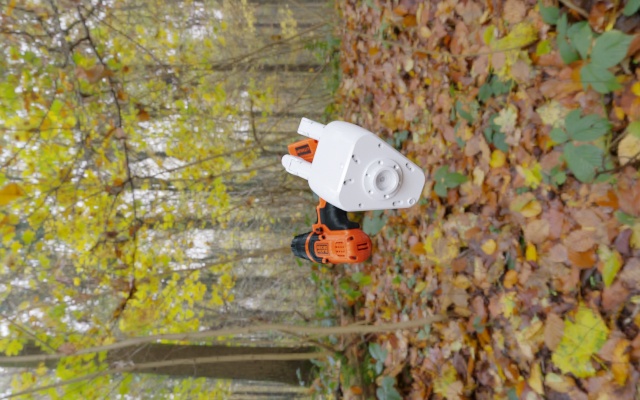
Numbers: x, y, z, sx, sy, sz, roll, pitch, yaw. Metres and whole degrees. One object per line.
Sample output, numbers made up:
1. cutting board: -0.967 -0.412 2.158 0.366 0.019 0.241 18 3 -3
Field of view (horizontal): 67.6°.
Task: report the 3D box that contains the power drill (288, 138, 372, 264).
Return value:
1. power drill: 0.000 0.002 0.716 0.057 0.187 0.184 -10 2 -34
